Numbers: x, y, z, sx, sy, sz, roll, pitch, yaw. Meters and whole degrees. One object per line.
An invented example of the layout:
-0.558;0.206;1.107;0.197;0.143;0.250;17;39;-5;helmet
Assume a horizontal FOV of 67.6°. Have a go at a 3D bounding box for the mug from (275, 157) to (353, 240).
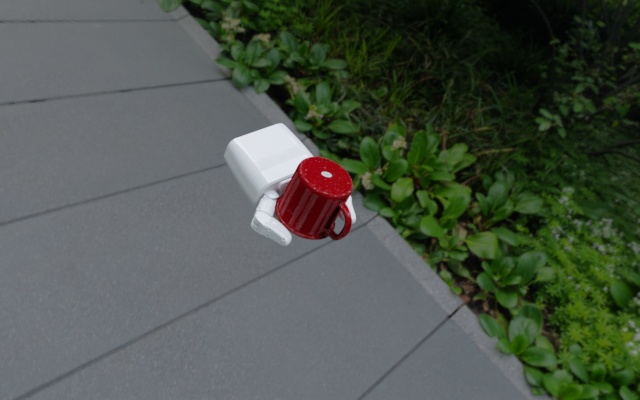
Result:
0.001;0.003;0.655;0.093;0.117;0.081;-15;-34;-41;mug
